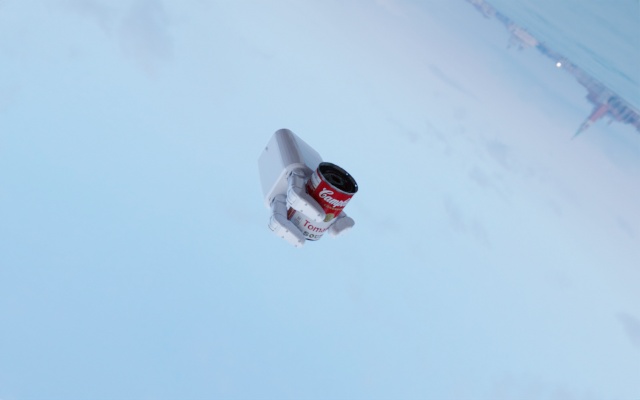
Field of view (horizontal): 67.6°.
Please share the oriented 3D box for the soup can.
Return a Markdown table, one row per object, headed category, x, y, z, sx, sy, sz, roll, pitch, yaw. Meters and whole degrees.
| category | x | y | z | sx | sy | sz | roll | pitch | yaw |
| --- | --- | --- | --- | --- | --- | --- | --- | --- | --- |
| soup can | 0.000 | 0.003 | 0.709 | 0.068 | 0.102 | 0.068 | 27 | 30 | -17 |
